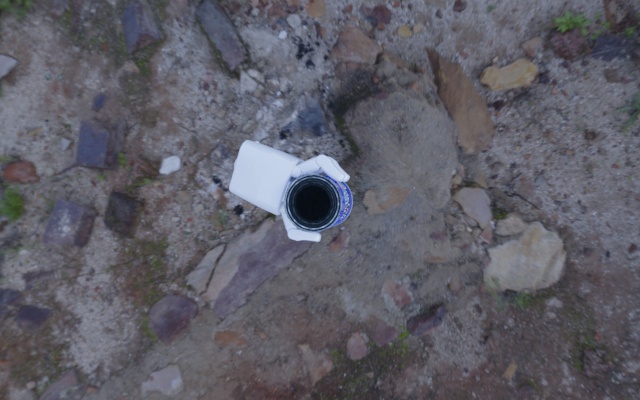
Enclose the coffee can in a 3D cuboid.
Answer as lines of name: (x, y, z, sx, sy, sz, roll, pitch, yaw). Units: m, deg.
coffee can: (0.000, 0.003, 0.885, 0.103, 0.103, 0.140, 0, 1, 11)
